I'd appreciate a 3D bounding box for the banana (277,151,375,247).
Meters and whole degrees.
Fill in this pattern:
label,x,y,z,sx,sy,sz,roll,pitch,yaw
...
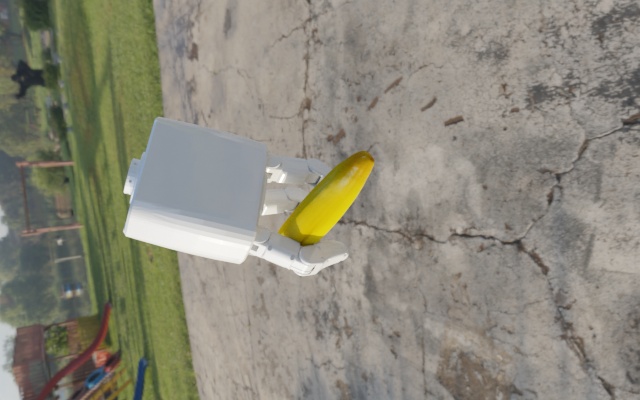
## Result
label,x,y,z,sx,sy,sz,roll,pitch,yaw
banana,-0.009,0.017,0.464,0.037,0.069,0.198,34,-29,-5
